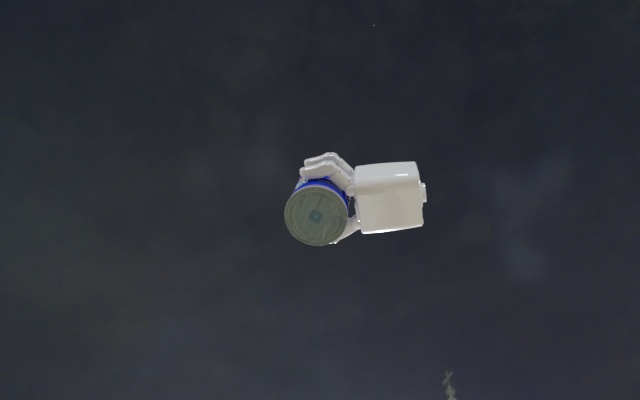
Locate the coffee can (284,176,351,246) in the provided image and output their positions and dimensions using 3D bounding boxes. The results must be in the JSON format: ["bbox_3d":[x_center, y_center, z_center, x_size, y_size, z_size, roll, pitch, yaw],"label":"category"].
[{"bbox_3d":[0.000,0.003,0.828,0.103,0.103,0.140,0,20,7],"label":"coffee can"}]
